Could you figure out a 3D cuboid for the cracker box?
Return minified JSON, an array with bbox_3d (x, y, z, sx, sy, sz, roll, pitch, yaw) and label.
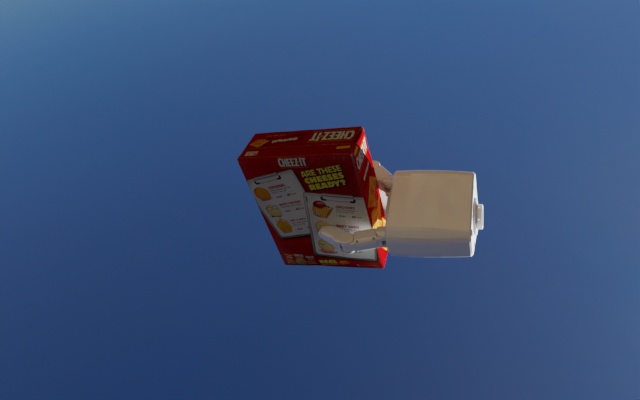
[{"bbox_3d":[0.000,0.002,0.685,0.164,0.214,0.072,-1,41,22],"label":"cracker box"}]
